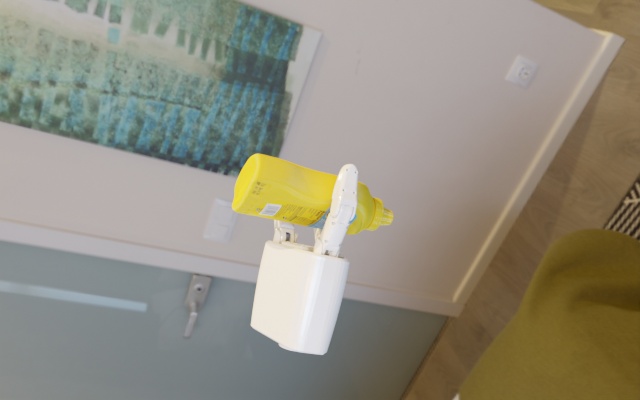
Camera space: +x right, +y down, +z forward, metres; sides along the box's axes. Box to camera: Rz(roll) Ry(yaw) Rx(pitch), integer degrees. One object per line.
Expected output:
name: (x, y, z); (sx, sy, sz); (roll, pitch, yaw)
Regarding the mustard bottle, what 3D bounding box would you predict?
mustard bottle: (0.000, 0.001, 0.562); (0.191, 0.058, 0.096); (14, -29, -20)
